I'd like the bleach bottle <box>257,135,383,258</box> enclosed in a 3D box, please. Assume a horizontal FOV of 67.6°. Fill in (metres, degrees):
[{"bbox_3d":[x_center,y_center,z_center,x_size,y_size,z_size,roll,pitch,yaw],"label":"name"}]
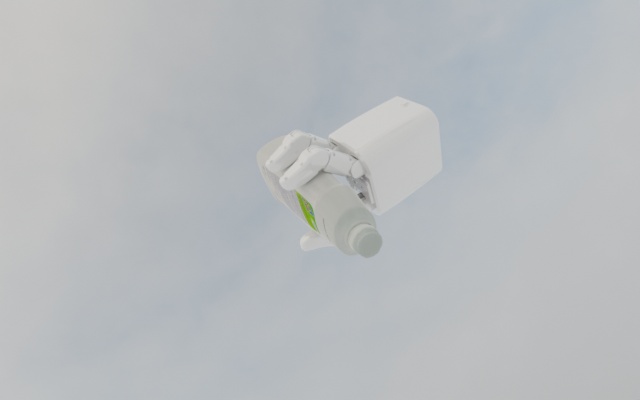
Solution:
[{"bbox_3d":[0.000,0.002,0.574,0.068,0.103,0.250,-33,33,-10],"label":"bleach bottle"}]
